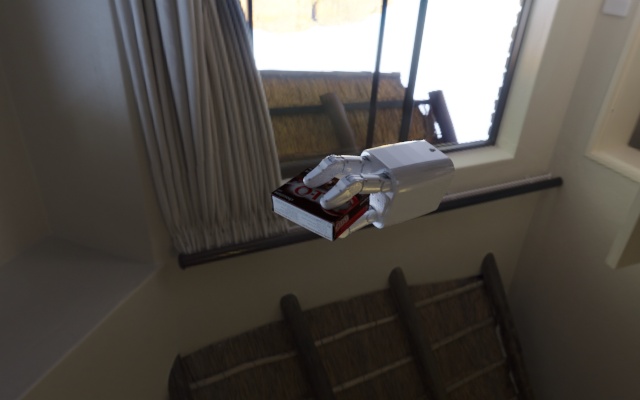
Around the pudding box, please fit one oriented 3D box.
[{"bbox_3d":[0.000,0.002,0.674,0.113,0.039,0.090,22,40,30],"label":"pudding box"}]
